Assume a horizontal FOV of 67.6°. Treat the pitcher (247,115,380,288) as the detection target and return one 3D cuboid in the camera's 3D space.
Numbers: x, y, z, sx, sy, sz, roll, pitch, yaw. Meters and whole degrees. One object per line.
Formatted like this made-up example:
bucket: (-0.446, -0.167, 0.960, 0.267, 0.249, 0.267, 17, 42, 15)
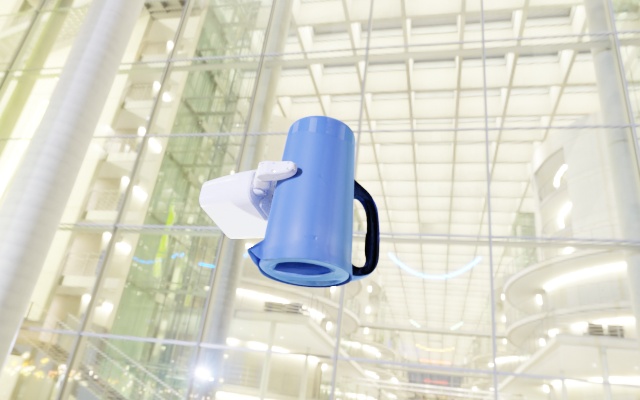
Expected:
pitcher: (0.000, 0.002, 0.710, 0.145, 0.242, 0.149, -9, -30, 30)
